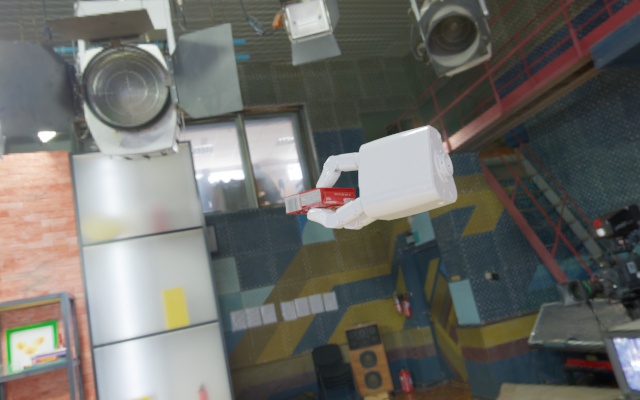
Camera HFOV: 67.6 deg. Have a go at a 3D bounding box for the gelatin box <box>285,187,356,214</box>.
[{"bbox_3d":[0.000,0.002,0.744,0.073,0.030,0.089,2,-11,-43],"label":"gelatin box"}]
